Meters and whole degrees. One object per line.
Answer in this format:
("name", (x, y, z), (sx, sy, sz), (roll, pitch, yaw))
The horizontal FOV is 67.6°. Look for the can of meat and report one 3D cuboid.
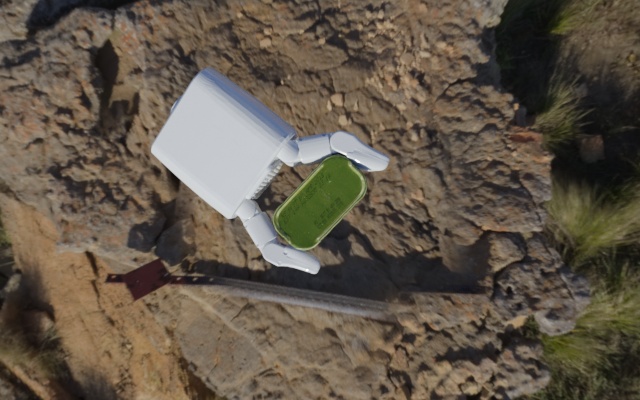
("can of meat", (0.000, 0.002, 0.484), (0.057, 0.102, 0.084), (43, 1, 1))
